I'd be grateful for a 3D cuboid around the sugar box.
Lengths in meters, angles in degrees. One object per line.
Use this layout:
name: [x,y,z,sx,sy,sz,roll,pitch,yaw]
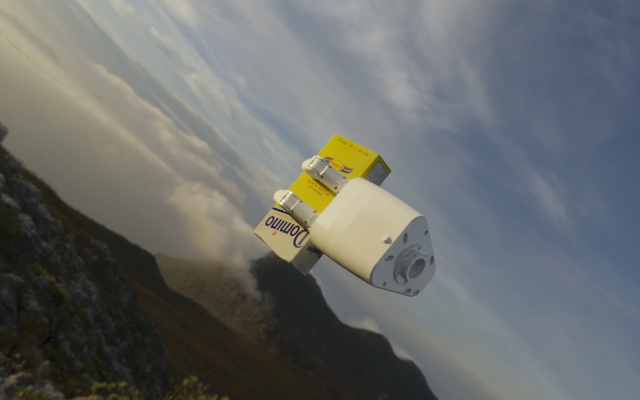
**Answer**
sugar box: [0.000,0.002,0.622,0.093,0.176,0.048,33,-10,45]
